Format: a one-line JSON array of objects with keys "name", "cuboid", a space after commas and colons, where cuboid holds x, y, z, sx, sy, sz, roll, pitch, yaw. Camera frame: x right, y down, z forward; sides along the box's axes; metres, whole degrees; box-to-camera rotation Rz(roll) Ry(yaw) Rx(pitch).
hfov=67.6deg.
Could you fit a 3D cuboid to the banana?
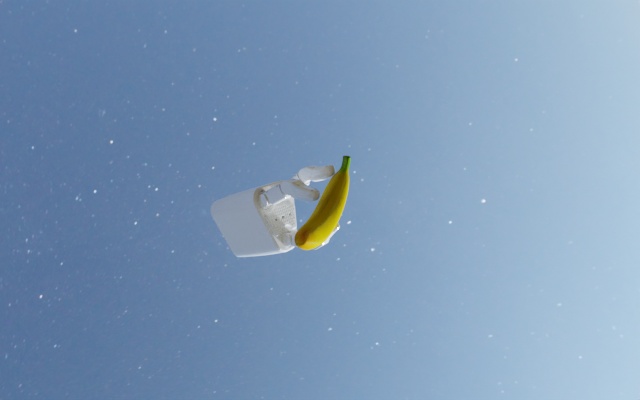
[{"name": "banana", "cuboid": [0.004, 0.015, 0.669, 0.037, 0.070, 0.197, 5, 39, 19]}]
